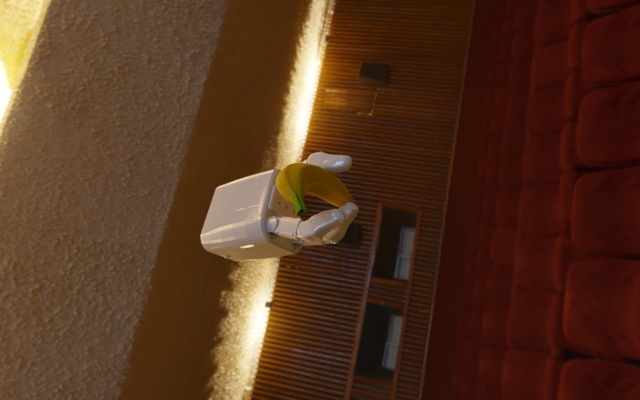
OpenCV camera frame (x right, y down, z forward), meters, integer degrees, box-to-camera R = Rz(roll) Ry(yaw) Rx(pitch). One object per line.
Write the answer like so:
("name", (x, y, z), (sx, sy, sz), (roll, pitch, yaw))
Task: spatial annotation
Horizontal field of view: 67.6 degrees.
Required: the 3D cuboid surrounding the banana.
("banana", (-0.009, -0.015, 0.593), (0.037, 0.069, 0.198), (-27, -7, 20))
